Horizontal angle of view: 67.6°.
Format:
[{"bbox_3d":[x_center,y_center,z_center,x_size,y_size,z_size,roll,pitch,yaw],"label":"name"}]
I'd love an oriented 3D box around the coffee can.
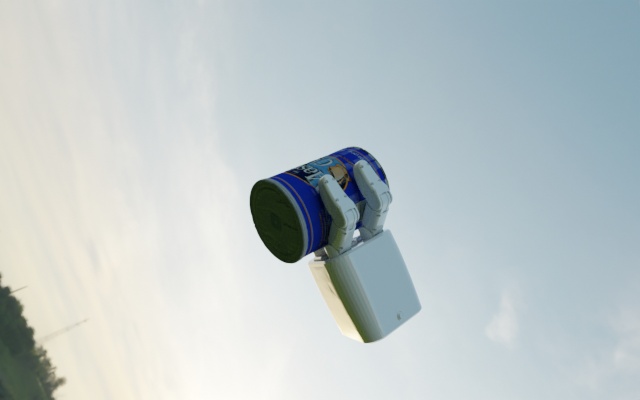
[{"bbox_3d":[0.000,0.002,0.581,0.140,0.103,0.103,-24,14,-35],"label":"coffee can"}]
